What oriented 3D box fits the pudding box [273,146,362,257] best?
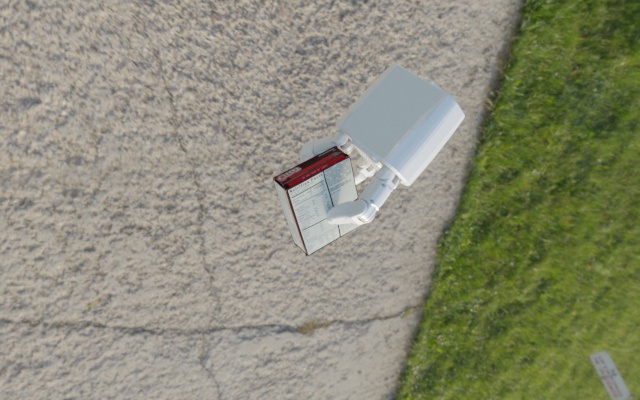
[{"bbox_3d":[0.000,0.002,0.585,0.090,0.114,0.039,-28,38,-17],"label":"pudding box"}]
